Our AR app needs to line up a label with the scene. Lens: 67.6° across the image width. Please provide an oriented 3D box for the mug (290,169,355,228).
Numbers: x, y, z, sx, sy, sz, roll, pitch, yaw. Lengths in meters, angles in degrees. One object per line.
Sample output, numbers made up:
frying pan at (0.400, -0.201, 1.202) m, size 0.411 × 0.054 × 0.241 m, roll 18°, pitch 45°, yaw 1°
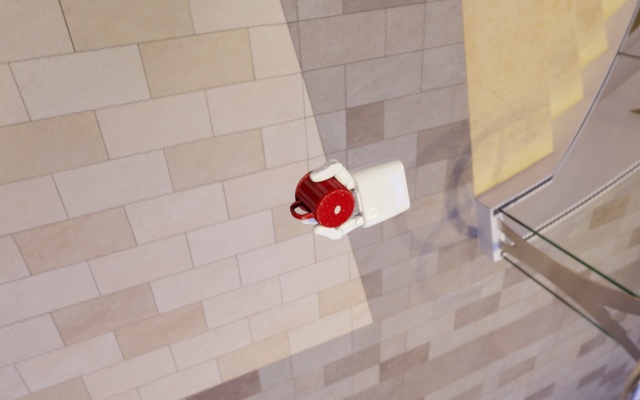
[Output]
mug at (-0.001, 0.003, 0.880) m, size 0.117 × 0.093 × 0.081 m, roll -22°, pitch 35°, yaw -19°
